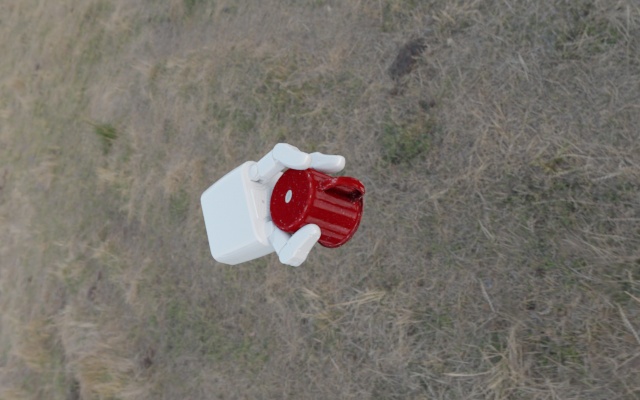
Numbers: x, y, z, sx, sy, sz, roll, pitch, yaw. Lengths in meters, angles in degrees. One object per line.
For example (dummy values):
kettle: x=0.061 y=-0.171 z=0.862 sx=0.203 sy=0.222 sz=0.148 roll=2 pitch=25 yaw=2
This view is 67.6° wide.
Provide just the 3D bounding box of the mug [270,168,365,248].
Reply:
mug: x=0.001 y=0.001 z=0.579 sx=0.081 sy=0.093 sz=0.117 roll=19 pitch=-33 yaw=-40
